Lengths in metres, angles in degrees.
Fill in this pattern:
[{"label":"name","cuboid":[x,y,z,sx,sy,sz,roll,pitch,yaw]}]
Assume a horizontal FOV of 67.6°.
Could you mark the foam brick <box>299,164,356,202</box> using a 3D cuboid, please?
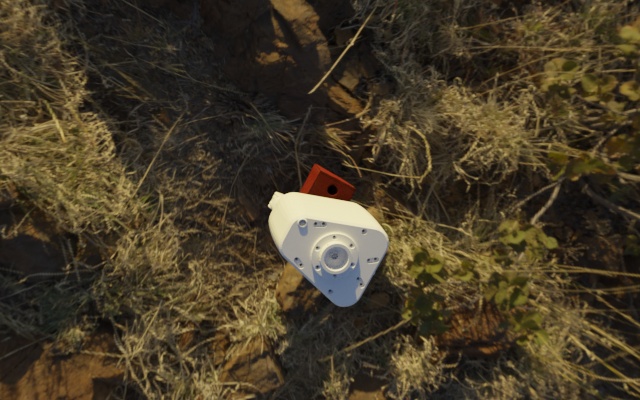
[{"label":"foam brick","cuboid":[0.000,0.002,0.601,0.053,0.078,0.051,27,6,-14]}]
